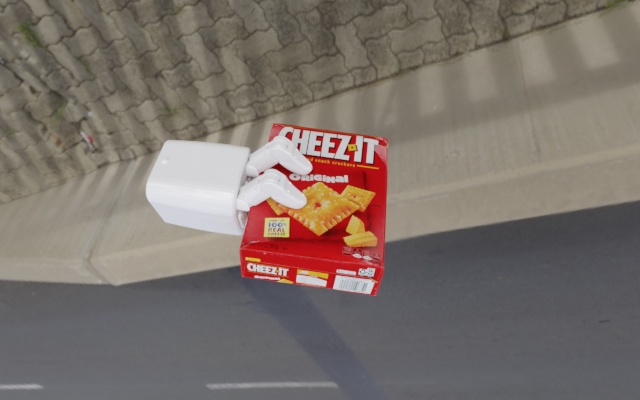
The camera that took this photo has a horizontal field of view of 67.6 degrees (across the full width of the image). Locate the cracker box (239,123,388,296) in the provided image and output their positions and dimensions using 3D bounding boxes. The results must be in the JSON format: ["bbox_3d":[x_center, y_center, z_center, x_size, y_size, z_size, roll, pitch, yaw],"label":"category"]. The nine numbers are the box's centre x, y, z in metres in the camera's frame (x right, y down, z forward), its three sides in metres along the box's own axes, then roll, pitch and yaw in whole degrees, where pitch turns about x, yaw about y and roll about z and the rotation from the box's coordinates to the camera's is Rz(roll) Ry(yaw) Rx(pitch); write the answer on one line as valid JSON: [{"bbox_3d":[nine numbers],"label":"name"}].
[{"bbox_3d":[0.000,0.002,0.606,0.164,0.213,0.072,8,-39,0],"label":"cracker box"}]
